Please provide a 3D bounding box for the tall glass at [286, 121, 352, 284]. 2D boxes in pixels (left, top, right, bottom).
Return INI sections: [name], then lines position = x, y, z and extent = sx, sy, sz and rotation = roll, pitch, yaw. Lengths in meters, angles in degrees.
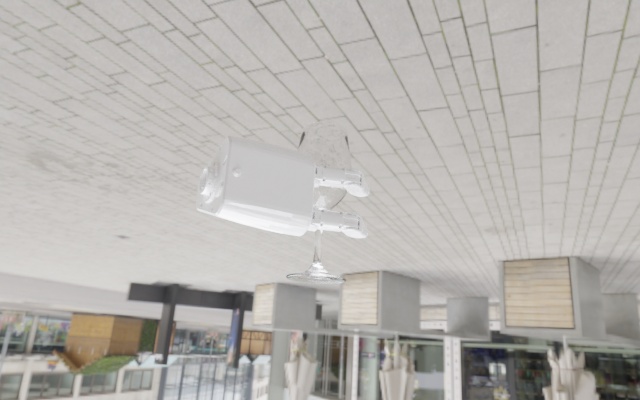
[tall glass]
position = 0.000, 0.003, 0.615
extent = 0.079, 0.201, 0.079
rotation = 3, -17, 1
